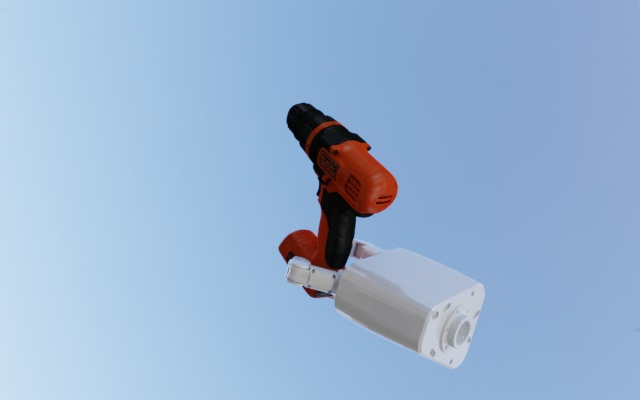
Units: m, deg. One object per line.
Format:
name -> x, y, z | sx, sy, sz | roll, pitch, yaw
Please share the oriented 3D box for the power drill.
power drill -> 0.000, 0.002, 0.544 | 0.057, 0.188, 0.184 | -9, 40, -29
